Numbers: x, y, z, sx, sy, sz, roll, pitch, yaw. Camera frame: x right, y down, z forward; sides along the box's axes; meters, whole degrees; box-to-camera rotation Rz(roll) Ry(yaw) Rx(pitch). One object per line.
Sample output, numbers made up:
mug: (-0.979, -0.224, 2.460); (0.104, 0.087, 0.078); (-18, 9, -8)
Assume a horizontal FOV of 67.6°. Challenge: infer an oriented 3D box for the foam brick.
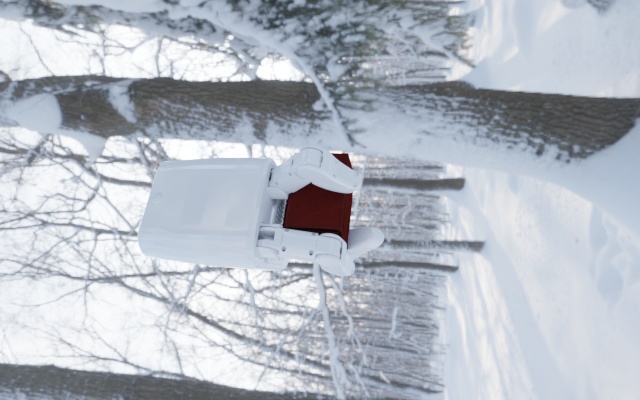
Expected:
foam brick: (0.000, 0.001, 0.433); (0.051, 0.078, 0.053); (2, -27, 11)
